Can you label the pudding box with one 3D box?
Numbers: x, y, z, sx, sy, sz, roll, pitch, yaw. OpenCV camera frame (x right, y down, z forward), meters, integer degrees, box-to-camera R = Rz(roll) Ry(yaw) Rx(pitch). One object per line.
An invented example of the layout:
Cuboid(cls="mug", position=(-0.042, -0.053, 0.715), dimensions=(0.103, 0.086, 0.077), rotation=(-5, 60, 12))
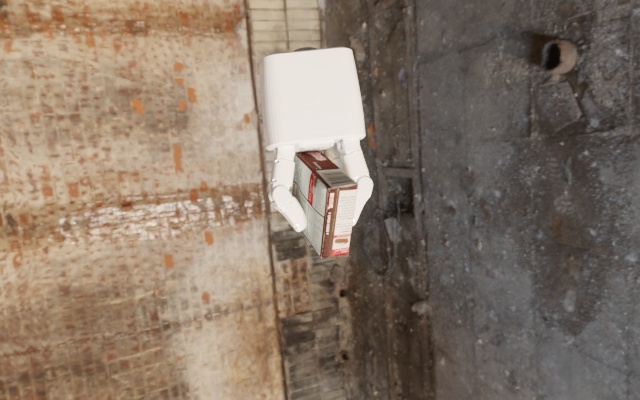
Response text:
Cuboid(cls="pudding box", position=(0.000, 0.002, 0.562), dimensions=(0.039, 0.090, 0.113), rotation=(-5, 27, -20))
